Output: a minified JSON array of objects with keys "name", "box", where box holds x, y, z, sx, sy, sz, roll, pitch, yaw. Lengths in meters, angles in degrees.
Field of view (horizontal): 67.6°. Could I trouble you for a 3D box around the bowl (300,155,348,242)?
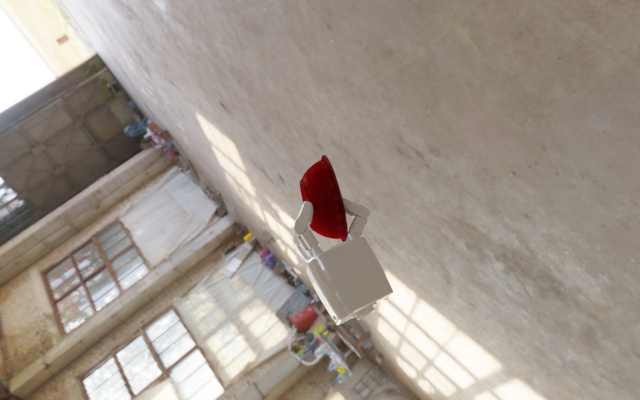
[{"name":"bowl","box":[-0.001,0.002,0.855,0.055,0.162,0.162,-14,2,-7]}]
